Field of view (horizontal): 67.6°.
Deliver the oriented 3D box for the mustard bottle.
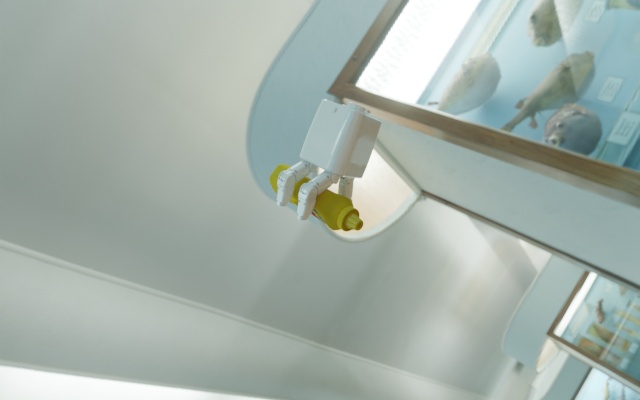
[{"bbox_3d":[0.000,0.003,0.814,0.191,0.058,0.096,30,-10,41],"label":"mustard bottle"}]
